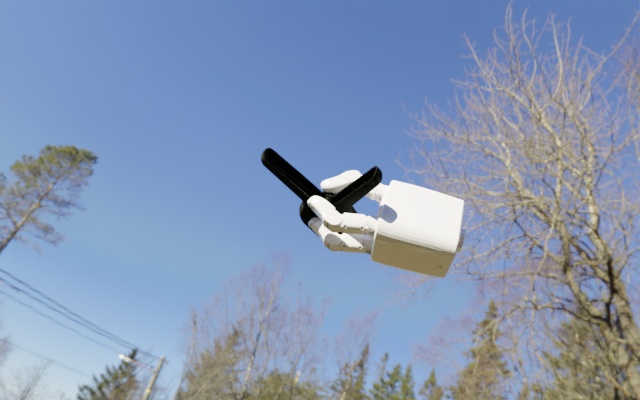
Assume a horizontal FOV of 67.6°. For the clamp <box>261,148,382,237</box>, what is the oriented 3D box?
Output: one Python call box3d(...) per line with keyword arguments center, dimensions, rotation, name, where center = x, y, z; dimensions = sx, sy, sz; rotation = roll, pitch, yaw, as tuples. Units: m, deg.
box3d(center=(0.001, 0.002, 0.691), dimensions=(0.164, 0.036, 0.210), rotation=(16, -32, 11), name="clamp")
